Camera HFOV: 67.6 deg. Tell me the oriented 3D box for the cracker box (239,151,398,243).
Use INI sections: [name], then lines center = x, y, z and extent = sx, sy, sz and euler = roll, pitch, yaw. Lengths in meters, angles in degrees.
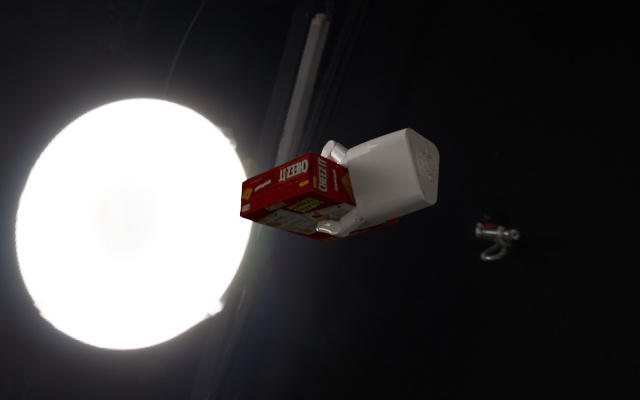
[cracker box]
center = 0.000, 0.003, 0.790
extent = 0.164, 0.072, 0.214
euler = -19, -28, 38
